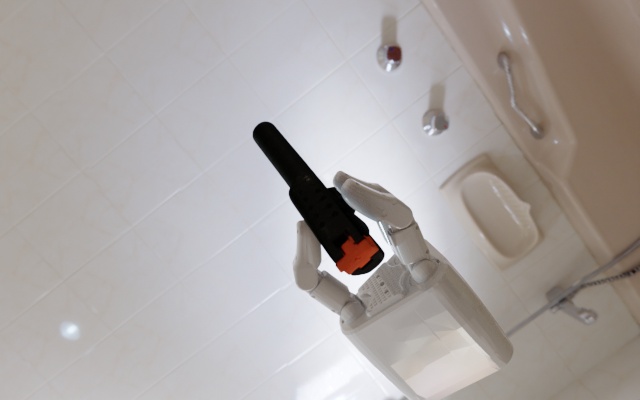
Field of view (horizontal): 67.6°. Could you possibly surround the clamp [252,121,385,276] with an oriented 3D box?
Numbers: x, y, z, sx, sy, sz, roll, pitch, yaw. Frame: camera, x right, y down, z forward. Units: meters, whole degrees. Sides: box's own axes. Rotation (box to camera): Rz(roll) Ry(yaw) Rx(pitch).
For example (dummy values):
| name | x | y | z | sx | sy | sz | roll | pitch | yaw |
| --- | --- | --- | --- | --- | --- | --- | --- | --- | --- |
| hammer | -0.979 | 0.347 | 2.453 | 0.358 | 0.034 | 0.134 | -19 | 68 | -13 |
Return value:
| name | x | y | z | sx | sy | sz | roll | pitch | yaw |
| --- | --- | --- | --- | --- | --- | --- | --- | --- | --- |
| clamp | 0.000 | 0.002 | 0.403 | 0.036 | 0.164 | 0.210 | -43 | 12 | 4 |
